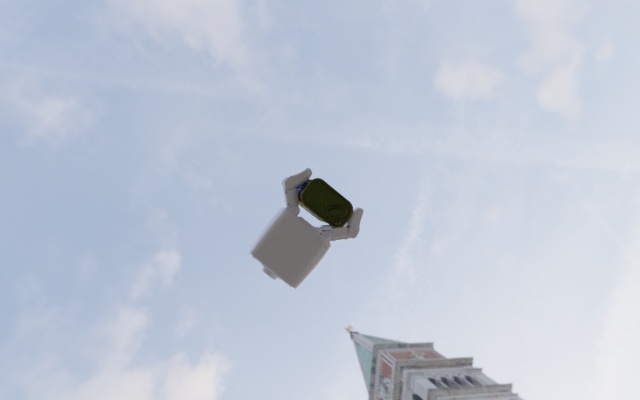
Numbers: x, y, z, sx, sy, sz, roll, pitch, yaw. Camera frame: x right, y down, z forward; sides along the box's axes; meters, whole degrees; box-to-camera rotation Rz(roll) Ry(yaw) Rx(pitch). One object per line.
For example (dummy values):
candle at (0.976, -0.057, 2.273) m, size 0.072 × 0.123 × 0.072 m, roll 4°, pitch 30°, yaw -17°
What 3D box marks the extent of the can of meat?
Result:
can of meat at (0.000, 0.003, 0.898) m, size 0.102 × 0.057 × 0.084 m, roll 38°, pitch -9°, yaw -17°
